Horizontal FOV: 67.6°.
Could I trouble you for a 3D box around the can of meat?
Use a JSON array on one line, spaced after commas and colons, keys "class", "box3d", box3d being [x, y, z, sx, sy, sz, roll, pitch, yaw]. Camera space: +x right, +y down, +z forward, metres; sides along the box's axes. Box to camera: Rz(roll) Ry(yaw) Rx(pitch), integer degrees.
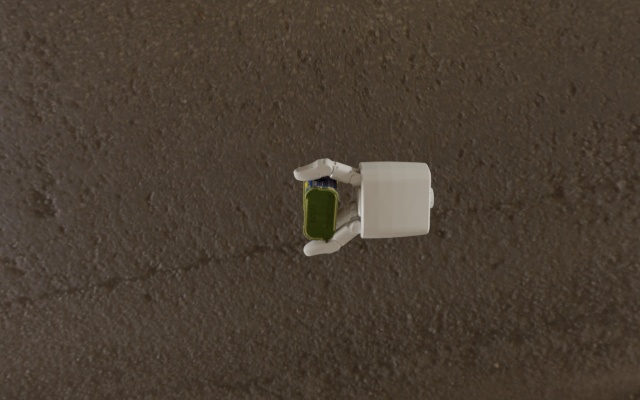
[{"class": "can of meat", "box3d": [0.000, 0.003, 0.770, 0.057, 0.102, 0.084, 2, 30, -2]}]
